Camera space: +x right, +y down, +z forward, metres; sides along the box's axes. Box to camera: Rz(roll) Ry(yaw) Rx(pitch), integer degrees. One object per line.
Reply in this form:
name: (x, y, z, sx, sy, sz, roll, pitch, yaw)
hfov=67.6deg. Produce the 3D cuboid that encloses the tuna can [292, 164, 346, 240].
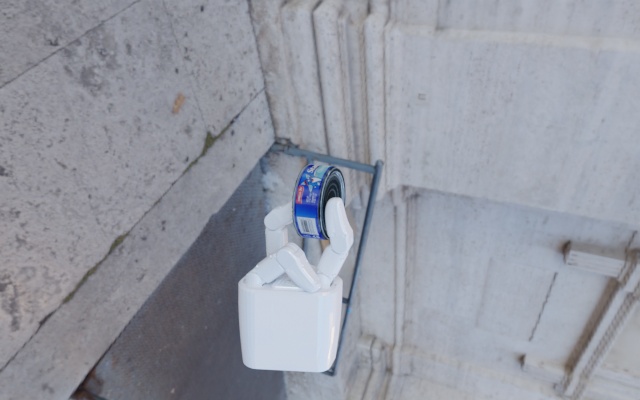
tuna can: (0.001, 0.002, 0.545, 0.034, 0.086, 0.086, 6, 2, 21)
